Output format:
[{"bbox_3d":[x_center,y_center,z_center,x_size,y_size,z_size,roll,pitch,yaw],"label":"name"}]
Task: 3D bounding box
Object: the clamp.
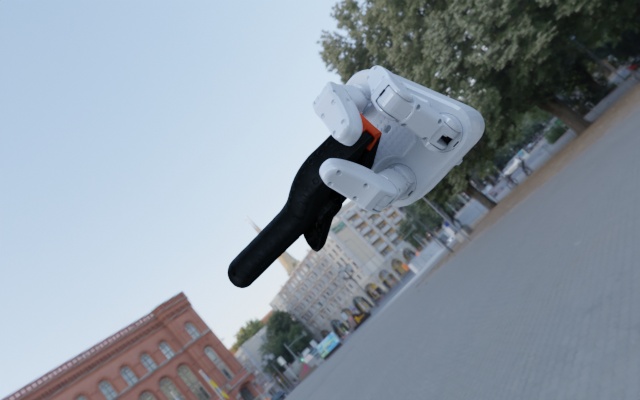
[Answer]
[{"bbox_3d":[0.000,0.001,0.404,0.039,0.171,0.120,45,26,12],"label":"clamp"}]
